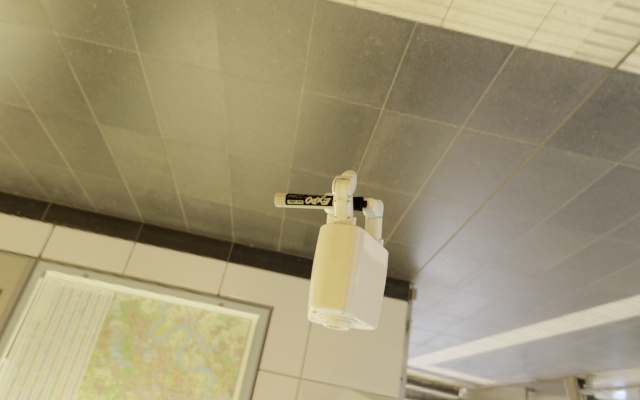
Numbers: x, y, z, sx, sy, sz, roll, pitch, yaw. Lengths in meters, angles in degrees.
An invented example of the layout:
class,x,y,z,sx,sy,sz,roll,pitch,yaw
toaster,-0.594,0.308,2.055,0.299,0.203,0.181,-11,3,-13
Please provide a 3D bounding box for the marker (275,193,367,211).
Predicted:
class,x,y,z,sx,sy,sz,roll,pitch,yaw
marker,0.000,0.002,0.615,0.121,0.020,0.020,3,1,16
